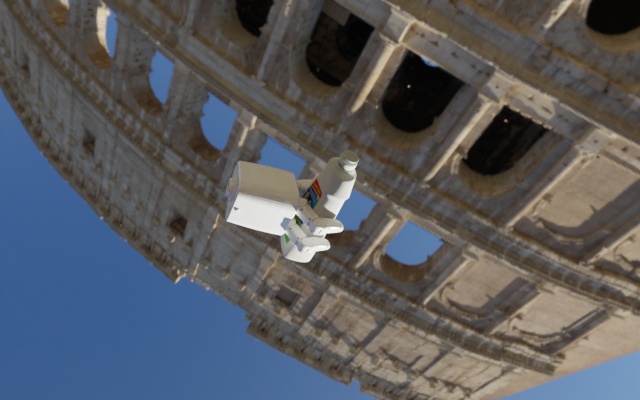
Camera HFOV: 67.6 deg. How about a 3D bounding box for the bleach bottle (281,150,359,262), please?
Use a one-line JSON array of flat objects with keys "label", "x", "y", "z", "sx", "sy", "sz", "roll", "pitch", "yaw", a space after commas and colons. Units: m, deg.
[{"label": "bleach bottle", "x": 0.000, "y": 0.003, "z": 0.862, "sx": 0.068, "sy": 0.102, "sz": 0.251, "roll": 14, "pitch": -46, "yaw": -19}]
